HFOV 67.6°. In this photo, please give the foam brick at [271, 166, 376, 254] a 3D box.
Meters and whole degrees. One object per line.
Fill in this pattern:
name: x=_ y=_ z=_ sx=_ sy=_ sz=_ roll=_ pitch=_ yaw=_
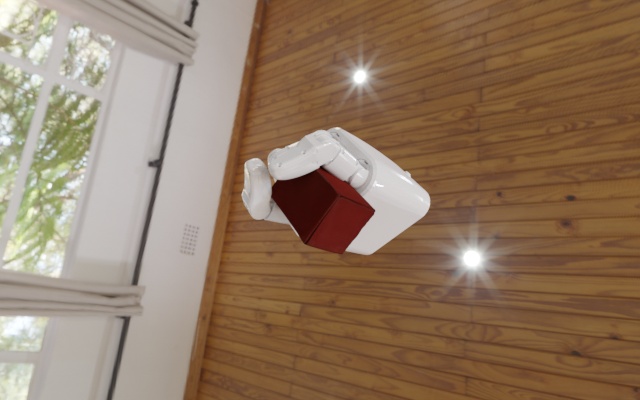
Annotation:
foam brick: x=0.000 y=0.002 z=0.426 sx=0.051 sy=0.053 sz=0.078 roll=23 pitch=20 yaw=-43
